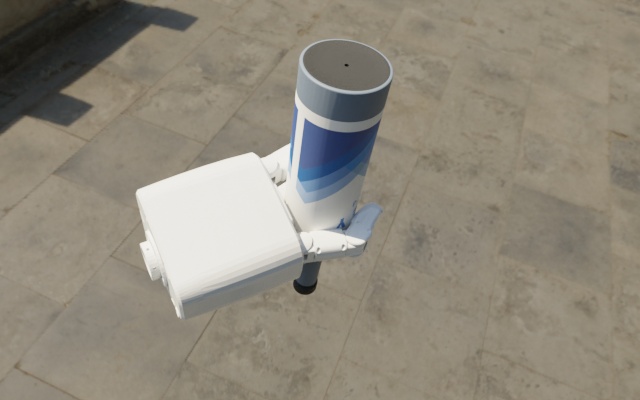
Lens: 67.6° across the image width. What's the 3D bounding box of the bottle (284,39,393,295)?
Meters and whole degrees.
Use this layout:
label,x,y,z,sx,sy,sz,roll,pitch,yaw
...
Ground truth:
label,x,y,z,sx,sy,sz,roll,pitch,yaw
bottle,0.000,0.001,0.441,0.069,0.069,0.296,0,-41,-9
